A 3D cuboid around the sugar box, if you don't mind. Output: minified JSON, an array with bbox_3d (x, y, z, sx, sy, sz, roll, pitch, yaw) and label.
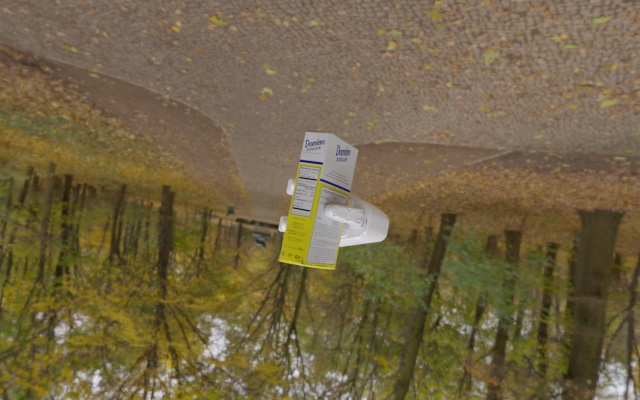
[{"bbox_3d":[0.000,0.002,0.651,0.048,0.176,0.093,7,-6,29],"label":"sugar box"}]
